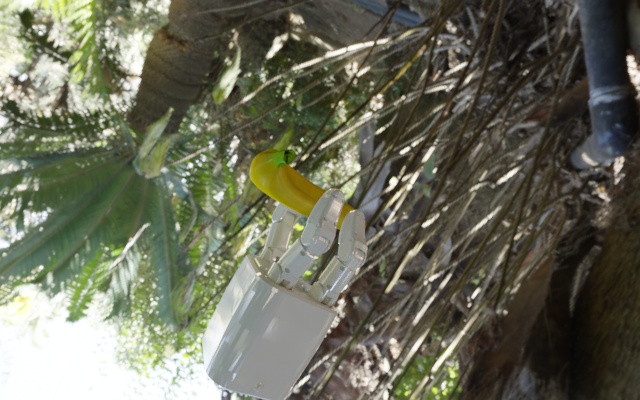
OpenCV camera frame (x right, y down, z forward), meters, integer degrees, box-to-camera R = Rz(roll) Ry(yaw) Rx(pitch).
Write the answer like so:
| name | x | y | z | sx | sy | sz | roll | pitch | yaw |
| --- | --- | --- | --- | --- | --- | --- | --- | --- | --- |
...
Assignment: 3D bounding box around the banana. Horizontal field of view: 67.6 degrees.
| name | x | y | z | sx | sy | sz | roll | pitch | yaw |
| --- | --- | --- | --- | --- | --- | --- | --- | --- | --- |
| banana | -0.016 | -0.006 | 0.475 | 0.069 | 0.037 | 0.198 | 24 | -7 | 30 |
